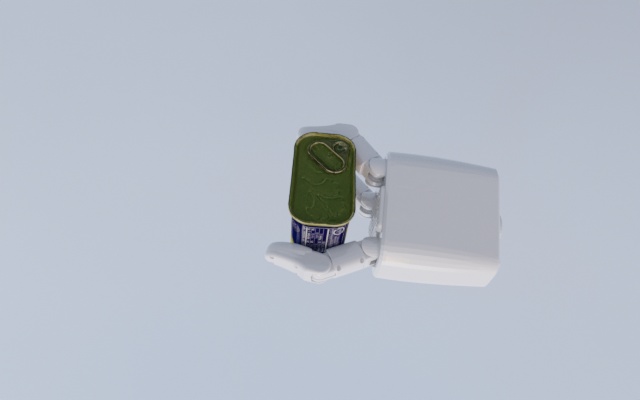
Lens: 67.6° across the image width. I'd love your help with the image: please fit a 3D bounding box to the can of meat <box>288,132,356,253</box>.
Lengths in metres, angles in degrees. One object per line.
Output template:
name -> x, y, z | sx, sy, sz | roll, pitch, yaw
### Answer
can of meat -> 0.000, 0.002, 0.452 | 0.057, 0.102, 0.084 | 4, -35, -2
